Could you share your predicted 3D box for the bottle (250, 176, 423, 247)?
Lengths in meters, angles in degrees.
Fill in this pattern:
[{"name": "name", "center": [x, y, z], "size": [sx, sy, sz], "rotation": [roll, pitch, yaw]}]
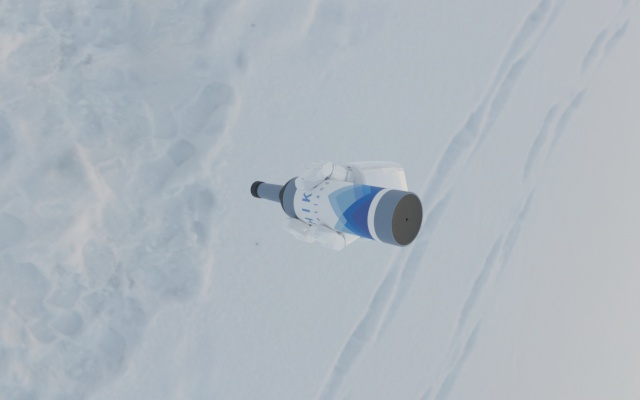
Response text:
[{"name": "bottle", "center": [0.000, 0.002, 0.667], "size": [0.069, 0.069, 0.295], "rotation": [0, 8, -45]}]
